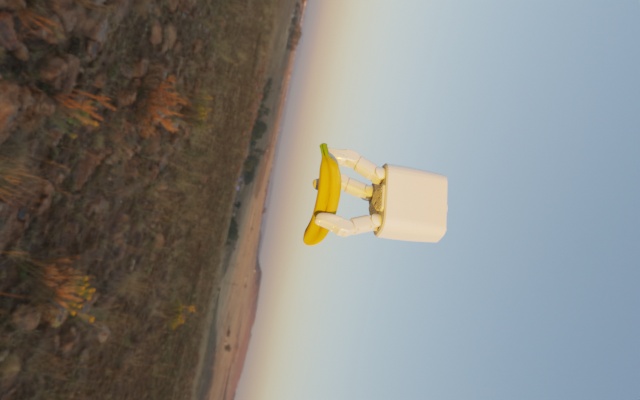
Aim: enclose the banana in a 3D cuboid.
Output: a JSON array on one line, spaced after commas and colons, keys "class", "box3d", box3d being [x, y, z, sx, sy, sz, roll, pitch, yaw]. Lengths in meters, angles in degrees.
[{"class": "banana", "box3d": [0.004, 0.010, 0.769, 0.037, 0.198, 0.069, 4, 34, -13]}]
